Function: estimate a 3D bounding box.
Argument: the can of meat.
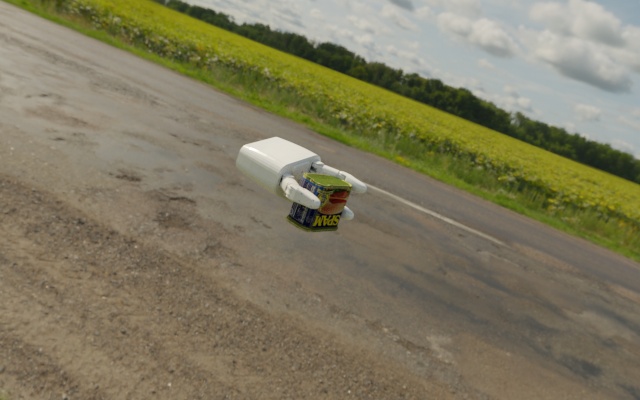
[{"bbox_3d":[0.000,0.002,0.803,0.057,0.084,0.102,31,18,34],"label":"can of meat"}]
